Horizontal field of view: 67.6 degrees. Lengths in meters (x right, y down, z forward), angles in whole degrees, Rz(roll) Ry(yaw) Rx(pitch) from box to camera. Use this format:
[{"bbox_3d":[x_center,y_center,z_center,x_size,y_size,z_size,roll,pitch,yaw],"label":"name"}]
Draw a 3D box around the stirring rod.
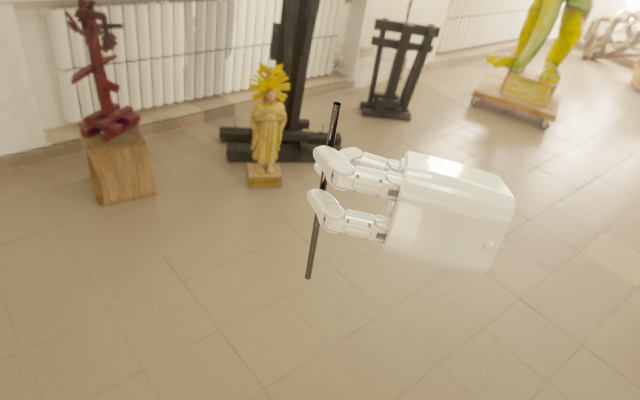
[{"bbox_3d":[0.000,0.002,0.534,0.011,0.240,0.011,6,36,-5],"label":"stirring rod"}]
